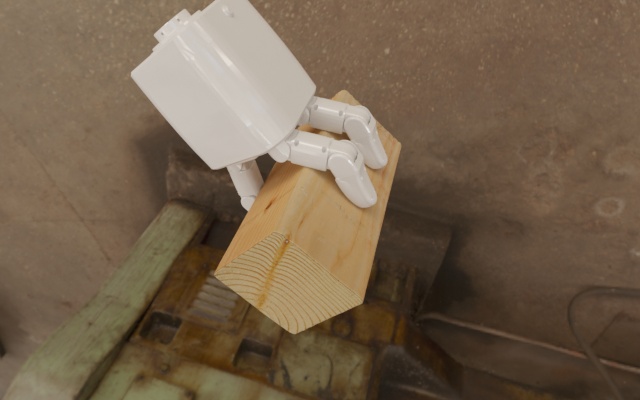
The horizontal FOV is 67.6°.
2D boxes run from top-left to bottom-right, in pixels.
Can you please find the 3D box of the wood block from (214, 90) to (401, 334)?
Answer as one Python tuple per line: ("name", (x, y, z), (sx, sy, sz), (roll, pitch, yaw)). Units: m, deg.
("wood block", (0.000, 0.001, 0.438), (0.090, 0.206, 0.091), (41, -49, -17))
